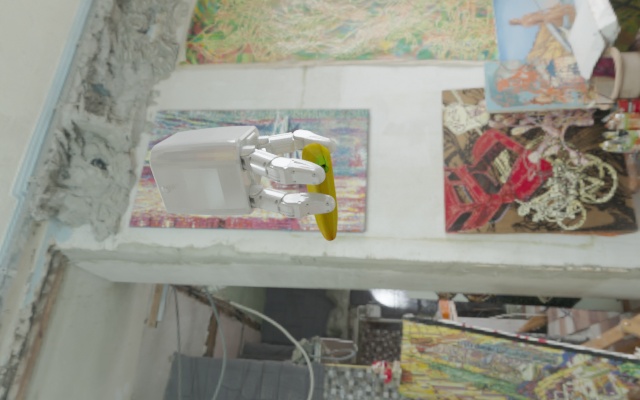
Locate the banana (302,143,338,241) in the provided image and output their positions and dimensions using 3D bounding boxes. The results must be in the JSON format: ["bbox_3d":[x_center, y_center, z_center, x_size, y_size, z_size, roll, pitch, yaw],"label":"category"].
[{"bbox_3d":[0.000,-0.016,0.607,0.037,0.069,0.198,-3,-28,5],"label":"banana"}]
